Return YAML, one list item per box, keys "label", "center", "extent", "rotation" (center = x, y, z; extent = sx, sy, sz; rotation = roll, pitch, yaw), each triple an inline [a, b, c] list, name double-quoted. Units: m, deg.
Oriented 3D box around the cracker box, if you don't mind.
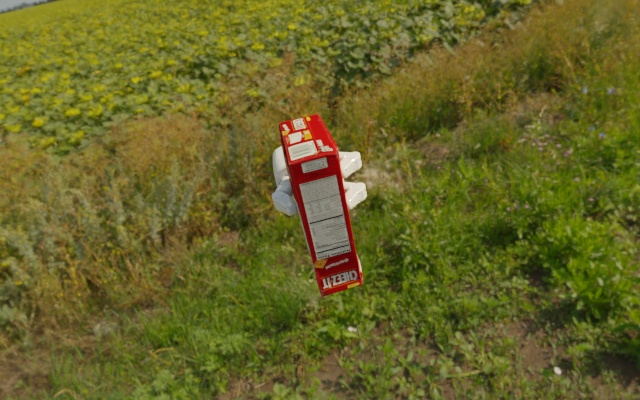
- label: "cracker box"
  center: [0.000, 0.002, 0.697]
  extent: [0.072, 0.214, 0.164]
  rotation: [-14, 28, -3]
